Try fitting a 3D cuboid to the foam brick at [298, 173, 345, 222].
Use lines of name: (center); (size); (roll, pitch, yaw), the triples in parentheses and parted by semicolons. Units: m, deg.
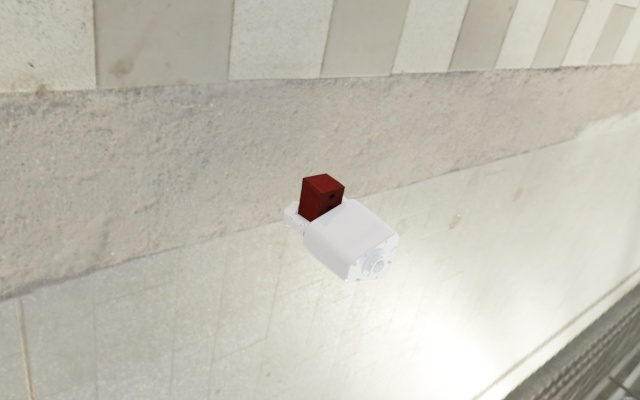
foam brick: (0.000, 0.002, 0.789); (0.053, 0.078, 0.051); (-16, 39, -36)
